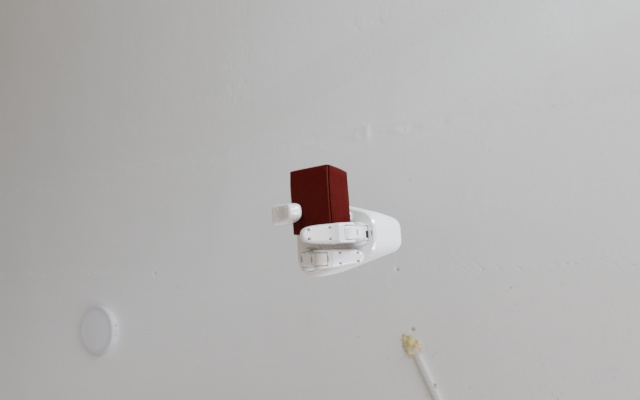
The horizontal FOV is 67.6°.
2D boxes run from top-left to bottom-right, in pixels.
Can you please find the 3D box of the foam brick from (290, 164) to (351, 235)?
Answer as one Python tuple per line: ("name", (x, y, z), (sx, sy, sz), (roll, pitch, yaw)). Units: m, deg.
("foam brick", (0.000, 0.002, 0.567), (0.053, 0.078, 0.051), (-7, -7, 29))
